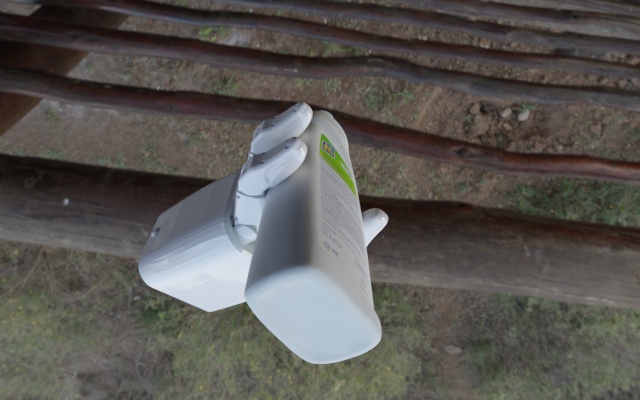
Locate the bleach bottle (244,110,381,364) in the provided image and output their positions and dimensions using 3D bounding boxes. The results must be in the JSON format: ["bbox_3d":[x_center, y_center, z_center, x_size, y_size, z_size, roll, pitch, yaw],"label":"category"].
[{"bbox_3d":[0.000,0.001,0.409,0.068,0.103,0.250,-25,33,21],"label":"bleach bottle"}]
